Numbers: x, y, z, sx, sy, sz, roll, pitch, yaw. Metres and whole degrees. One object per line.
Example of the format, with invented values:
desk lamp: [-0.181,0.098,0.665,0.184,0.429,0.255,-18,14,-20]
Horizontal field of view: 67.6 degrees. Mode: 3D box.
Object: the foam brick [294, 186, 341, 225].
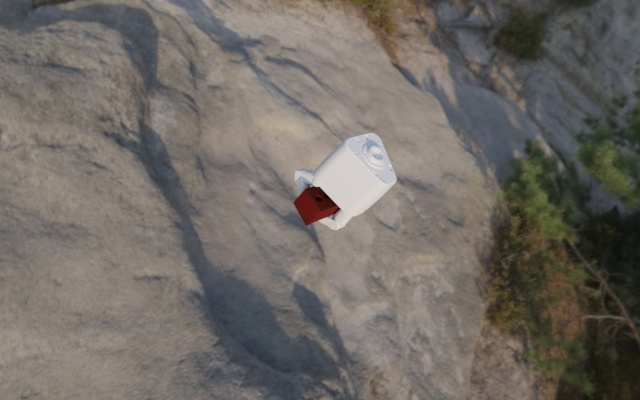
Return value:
foam brick: [0.000,0.003,0.888,0.078,0.053,0.051,-21,-18,-42]
